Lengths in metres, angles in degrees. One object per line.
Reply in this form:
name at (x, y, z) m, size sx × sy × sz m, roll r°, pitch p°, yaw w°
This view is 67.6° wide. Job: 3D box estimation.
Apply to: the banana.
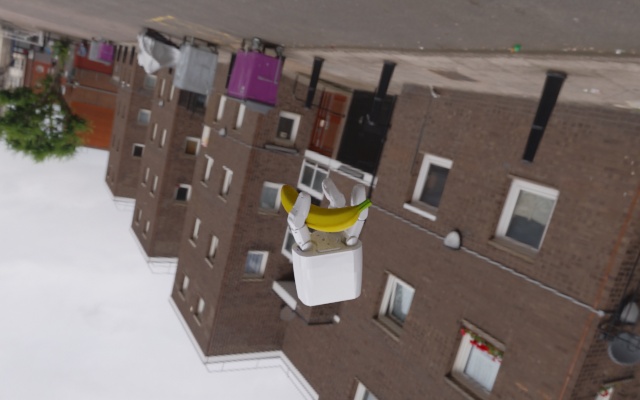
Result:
banana at (-0.008, 0.015, 0.798) m, size 0.198 × 0.037 × 0.069 m, roll 12°, pitch 50°, yaw 39°
